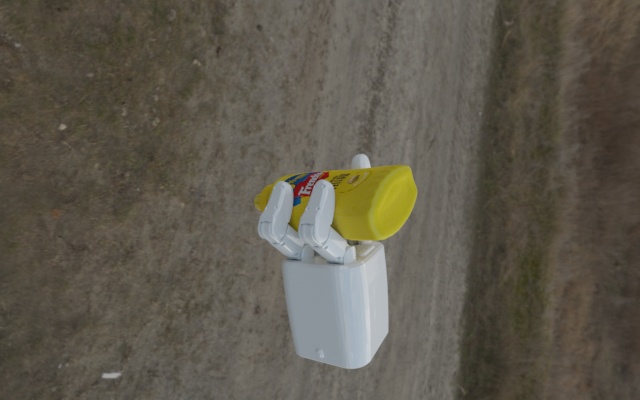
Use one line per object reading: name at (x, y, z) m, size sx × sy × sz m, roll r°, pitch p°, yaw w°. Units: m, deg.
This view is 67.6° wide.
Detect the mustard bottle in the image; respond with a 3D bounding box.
mustard bottle at (0.000, 0.001, 0.517) m, size 0.191 × 0.058 × 0.096 m, roll -1°, pitch 33°, yaw 39°
